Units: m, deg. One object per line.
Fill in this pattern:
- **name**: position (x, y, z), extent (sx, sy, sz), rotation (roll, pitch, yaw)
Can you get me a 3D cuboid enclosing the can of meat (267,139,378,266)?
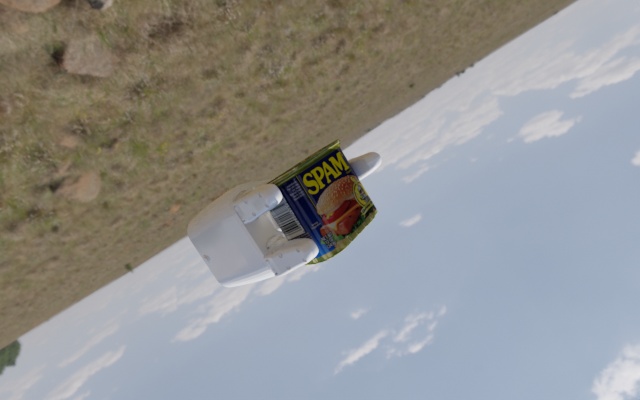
- **can of meat**: position (0.000, 0.002, 0.450), extent (0.057, 0.084, 0.102), rotation (-26, 8, 41)
